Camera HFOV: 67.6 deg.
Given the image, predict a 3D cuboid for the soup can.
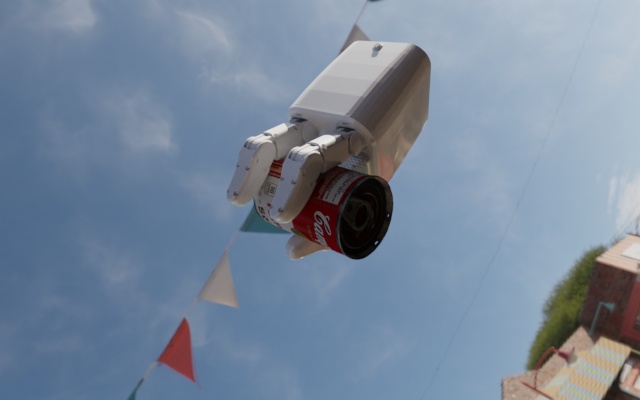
[{"bbox_3d":[0.000,0.002,0.403,0.102,0.068,0.068,19,12,40],"label":"soup can"}]
